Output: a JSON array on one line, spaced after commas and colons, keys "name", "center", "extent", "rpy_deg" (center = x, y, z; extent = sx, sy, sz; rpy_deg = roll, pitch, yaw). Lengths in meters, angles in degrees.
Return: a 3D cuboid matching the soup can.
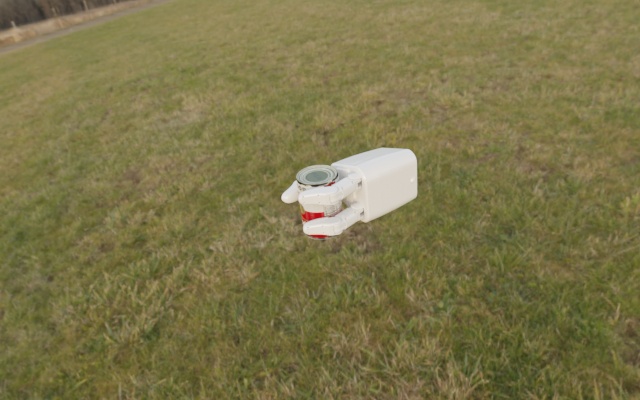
[{"name": "soup can", "center": [0.000, 0.002, 0.765], "extent": [0.068, 0.102, 0.068], "rpy_deg": [-5, 31, 3]}]
